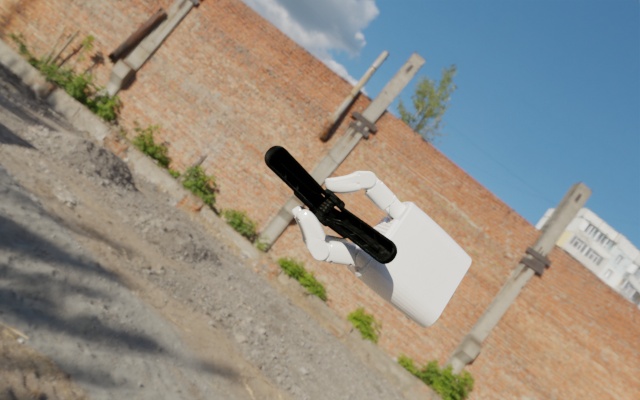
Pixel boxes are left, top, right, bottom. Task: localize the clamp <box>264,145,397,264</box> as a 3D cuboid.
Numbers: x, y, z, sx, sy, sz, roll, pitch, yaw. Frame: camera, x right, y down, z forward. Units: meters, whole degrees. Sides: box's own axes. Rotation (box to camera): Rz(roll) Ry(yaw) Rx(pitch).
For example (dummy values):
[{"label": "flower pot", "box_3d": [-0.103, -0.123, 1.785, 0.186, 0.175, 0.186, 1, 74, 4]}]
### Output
[{"label": "clamp", "box_3d": [0.001, 0.001, 0.557, 0.164, 0.036, 0.210, 42, -4, -6]}]
